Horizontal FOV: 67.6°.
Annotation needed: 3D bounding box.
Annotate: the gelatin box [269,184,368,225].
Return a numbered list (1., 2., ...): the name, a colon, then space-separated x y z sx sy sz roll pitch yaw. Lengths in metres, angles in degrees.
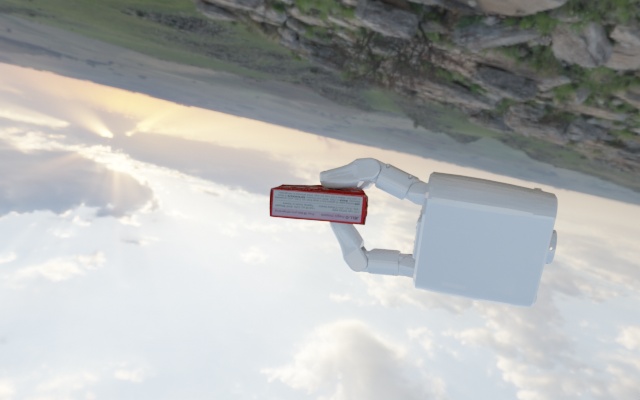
1. gelatin box: 0.000 0.002 0.459 0.089 0.030 0.073 4 5 3
